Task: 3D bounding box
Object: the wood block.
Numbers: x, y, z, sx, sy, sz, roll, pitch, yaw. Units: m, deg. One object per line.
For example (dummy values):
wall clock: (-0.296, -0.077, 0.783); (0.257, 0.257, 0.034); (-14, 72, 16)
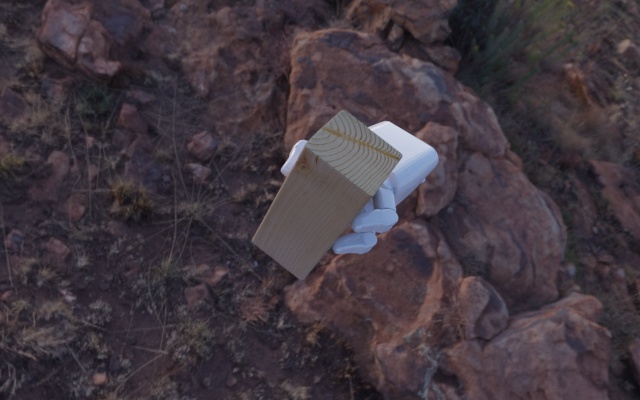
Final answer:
wood block: (0.000, 0.001, 0.595); (0.090, 0.091, 0.206); (-49, -5, -42)
